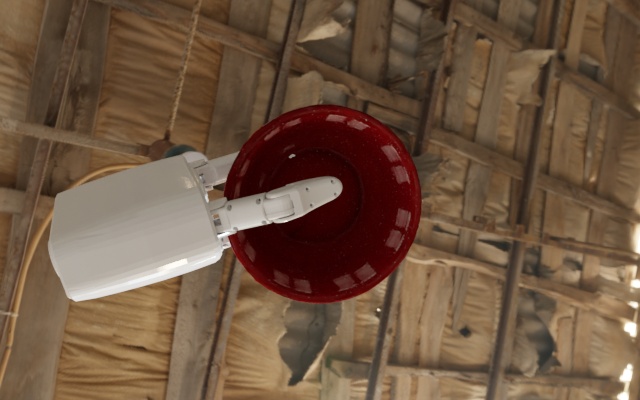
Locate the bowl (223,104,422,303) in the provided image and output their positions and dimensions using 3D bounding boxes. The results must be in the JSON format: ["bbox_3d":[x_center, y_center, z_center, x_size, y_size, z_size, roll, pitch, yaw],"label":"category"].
[{"bbox_3d":[0.001,0.001,0.405,0.162,0.162,0.055,0,10,-10],"label":"bowl"}]
